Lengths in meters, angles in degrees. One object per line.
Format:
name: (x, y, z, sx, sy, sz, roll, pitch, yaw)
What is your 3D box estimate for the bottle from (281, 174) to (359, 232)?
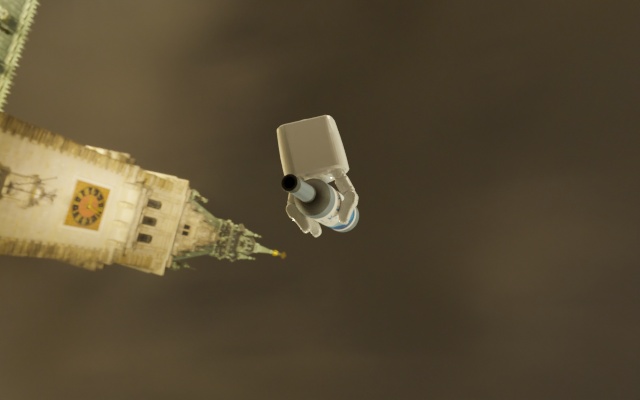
bottle: (0.000, 0.003, 0.846, 0.069, 0.069, 0.296, 0, -12, 19)
